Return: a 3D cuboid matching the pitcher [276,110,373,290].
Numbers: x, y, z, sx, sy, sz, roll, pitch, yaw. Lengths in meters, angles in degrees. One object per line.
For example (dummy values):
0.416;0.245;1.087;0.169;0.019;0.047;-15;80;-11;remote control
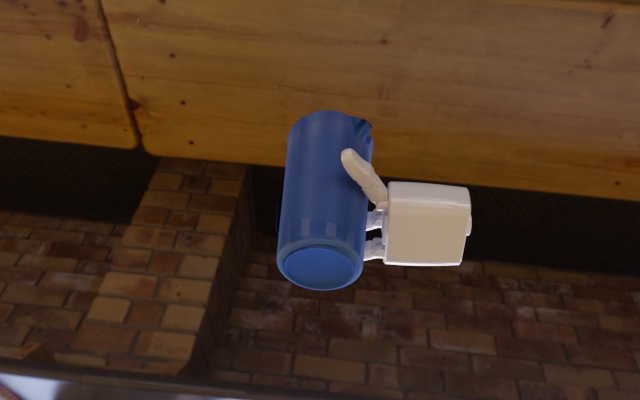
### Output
0.000;0.002;0.670;0.145;0.242;0.149;2;-43;4;pitcher
